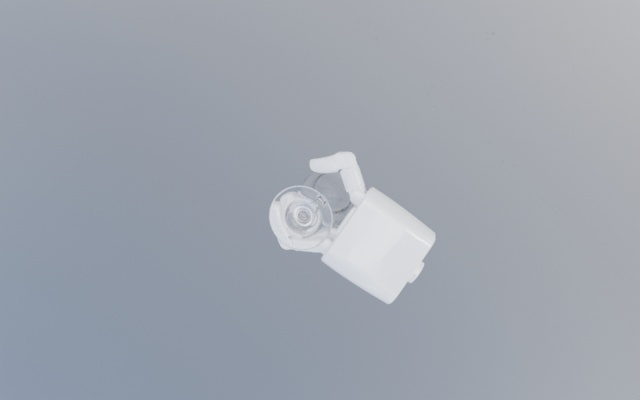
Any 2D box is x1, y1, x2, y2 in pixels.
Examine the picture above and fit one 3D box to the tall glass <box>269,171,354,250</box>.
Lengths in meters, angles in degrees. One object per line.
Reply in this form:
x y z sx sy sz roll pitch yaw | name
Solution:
0.000 0.002 0.629 0.079 0.079 0.201 0 11 13 | tall glass
